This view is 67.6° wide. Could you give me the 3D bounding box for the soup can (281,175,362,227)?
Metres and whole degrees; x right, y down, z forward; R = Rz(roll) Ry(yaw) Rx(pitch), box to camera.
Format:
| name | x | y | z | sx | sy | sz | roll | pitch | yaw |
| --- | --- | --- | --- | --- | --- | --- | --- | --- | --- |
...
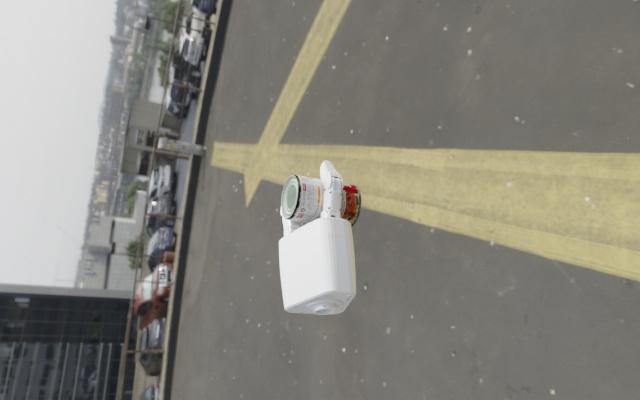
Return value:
| name | x | y | z | sx | sy | sz | roll | pitch | yaw |
| --- | --- | --- | --- | --- | --- | --- | --- | --- | --- |
| soup can | 0.000 | 0.002 | 0.710 | 0.102 | 0.068 | 0.068 | 9 | -4 | -25 |
